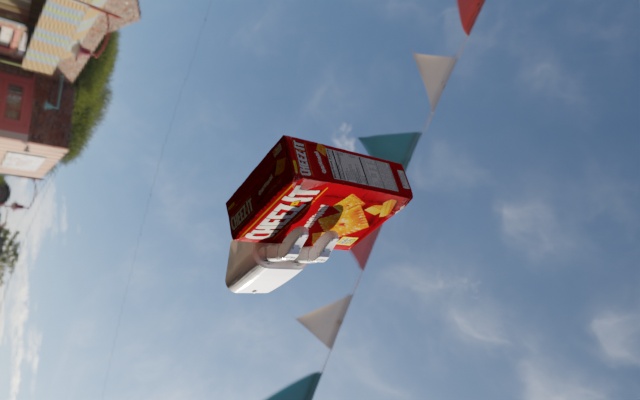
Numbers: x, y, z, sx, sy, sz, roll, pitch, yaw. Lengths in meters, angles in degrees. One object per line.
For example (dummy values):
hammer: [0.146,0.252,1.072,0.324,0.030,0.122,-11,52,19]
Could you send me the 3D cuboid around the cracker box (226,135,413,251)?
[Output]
cracker box: [0.000,0.002,0.680,0.214,0.072,0.164,9,-38,-37]
